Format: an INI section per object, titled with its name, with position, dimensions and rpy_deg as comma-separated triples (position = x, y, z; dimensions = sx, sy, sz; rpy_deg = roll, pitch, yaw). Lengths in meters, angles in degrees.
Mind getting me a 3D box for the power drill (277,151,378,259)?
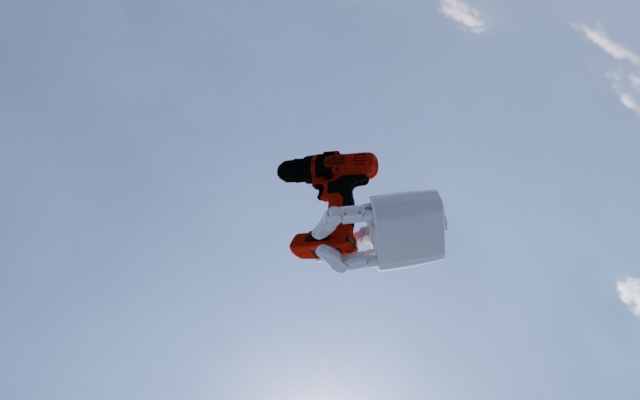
[power drill]
position = 0.000, 0.003, 0.800
dimensions = 0.184, 0.187, 0.057
rpy_deg = -4, -29, 22
